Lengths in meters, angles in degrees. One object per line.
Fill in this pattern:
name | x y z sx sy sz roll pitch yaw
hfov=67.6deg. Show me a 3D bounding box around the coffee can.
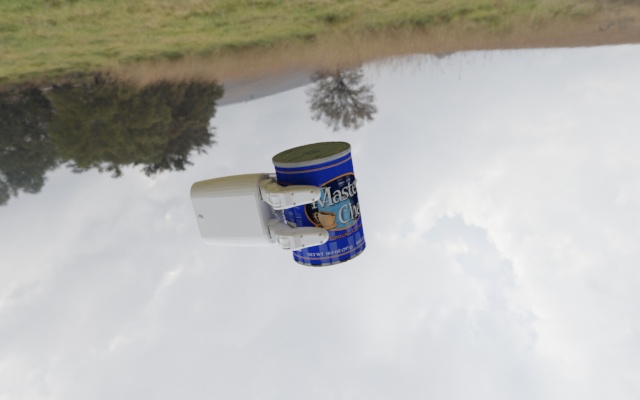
coffee can | 0.000 0.002 0.631 0.103 0.140 0.102 -10 17 3
